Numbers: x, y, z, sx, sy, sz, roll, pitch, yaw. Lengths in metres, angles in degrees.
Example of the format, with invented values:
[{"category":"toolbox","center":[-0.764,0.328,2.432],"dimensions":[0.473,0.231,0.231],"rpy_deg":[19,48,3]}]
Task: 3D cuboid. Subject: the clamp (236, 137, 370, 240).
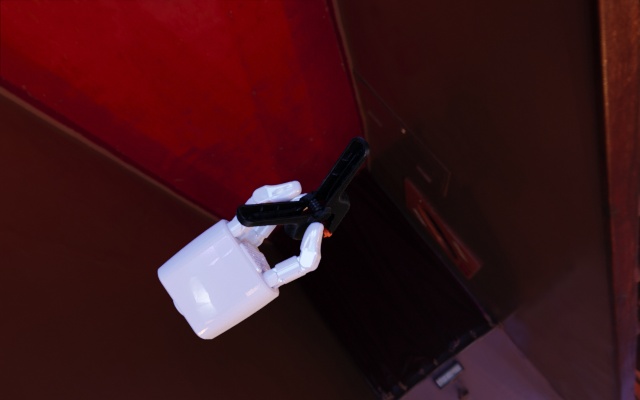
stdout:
[{"category":"clamp","center":[0.000,0.003,0.600],"dimensions":[0.164,0.036,0.210],"rpy_deg":[-32,-20,3]}]
